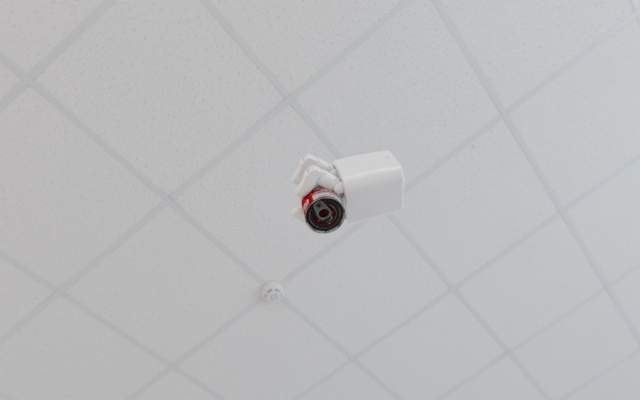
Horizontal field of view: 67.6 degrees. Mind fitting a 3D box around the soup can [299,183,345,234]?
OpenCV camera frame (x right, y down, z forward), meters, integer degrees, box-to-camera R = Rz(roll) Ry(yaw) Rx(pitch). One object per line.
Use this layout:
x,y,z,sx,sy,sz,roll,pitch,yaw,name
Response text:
0.000,0.003,0.830,0.068,0.068,0.102,0,27,-10,soup can
